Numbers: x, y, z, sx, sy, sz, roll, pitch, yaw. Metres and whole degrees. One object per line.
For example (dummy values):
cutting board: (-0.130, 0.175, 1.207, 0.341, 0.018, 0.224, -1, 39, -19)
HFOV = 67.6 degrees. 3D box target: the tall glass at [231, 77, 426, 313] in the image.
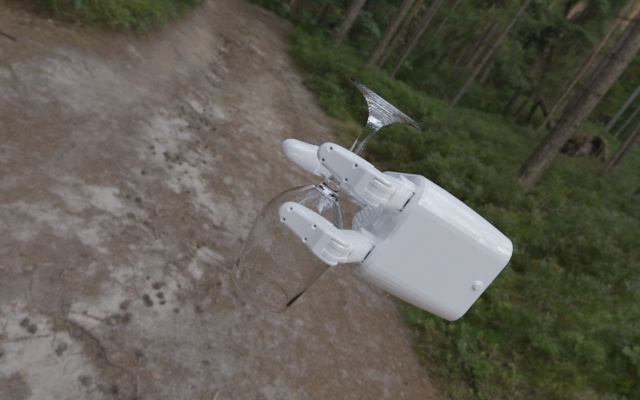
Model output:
tall glass: (0.000, 0.001, 0.409, 0.079, 0.201, 0.079, 33, 14, -9)
